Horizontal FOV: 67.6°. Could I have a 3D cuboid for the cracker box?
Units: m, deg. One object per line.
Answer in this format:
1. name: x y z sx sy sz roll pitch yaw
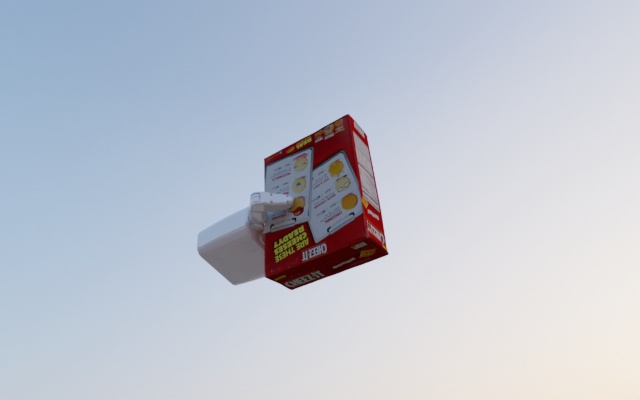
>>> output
1. cracker box: 0.000 0.002 0.695 0.164 0.213 0.072 -24 -38 25
